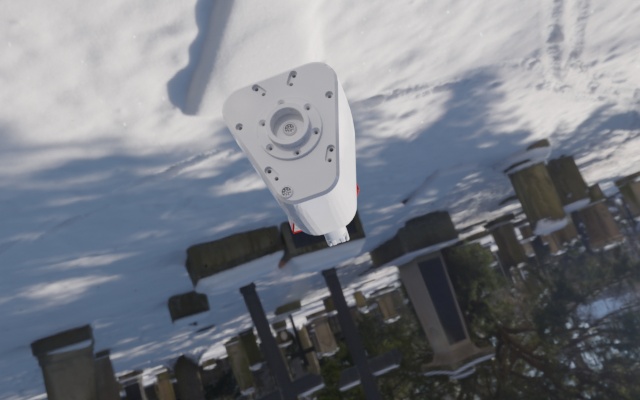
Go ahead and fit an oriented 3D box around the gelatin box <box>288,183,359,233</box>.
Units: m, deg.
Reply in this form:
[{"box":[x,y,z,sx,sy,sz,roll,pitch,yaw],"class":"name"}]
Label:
[{"box":[0.000,0.002,0.534,0.073,0.030,0.089,-15,-21,-9],"class":"gelatin box"}]
